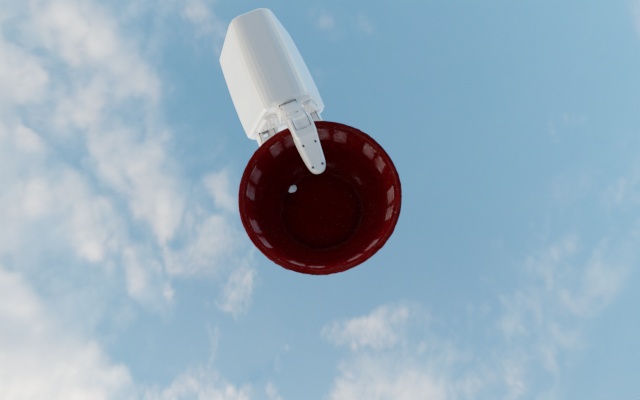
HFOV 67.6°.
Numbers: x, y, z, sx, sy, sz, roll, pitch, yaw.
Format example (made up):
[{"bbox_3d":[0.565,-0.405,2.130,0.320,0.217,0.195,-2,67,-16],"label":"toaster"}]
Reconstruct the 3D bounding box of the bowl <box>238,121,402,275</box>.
[{"bbox_3d":[0.000,0.003,0.492,0.162,0.162,0.055,0,-20,2],"label":"bowl"}]
